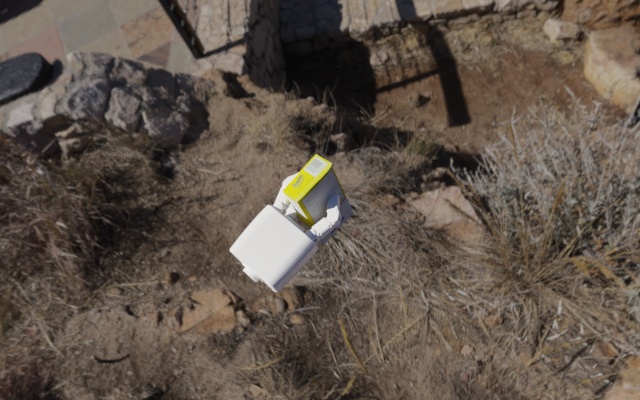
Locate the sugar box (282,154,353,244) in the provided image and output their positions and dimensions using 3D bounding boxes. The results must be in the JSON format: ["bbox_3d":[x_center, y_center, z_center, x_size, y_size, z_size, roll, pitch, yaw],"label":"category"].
[{"bbox_3d":[0.000,0.003,0.884,0.048,0.093,0.176,36,-15,29],"label":"sugar box"}]
